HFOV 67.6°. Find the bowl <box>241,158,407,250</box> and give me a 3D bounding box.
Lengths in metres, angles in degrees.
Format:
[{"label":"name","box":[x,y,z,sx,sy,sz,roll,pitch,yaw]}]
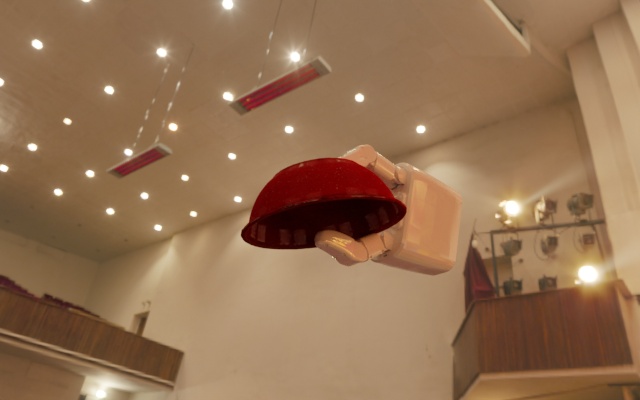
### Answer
[{"label":"bowl","box":[-0.001,0.001,0.470,0.162,0.055,0.162,-8,-18,-3]}]
